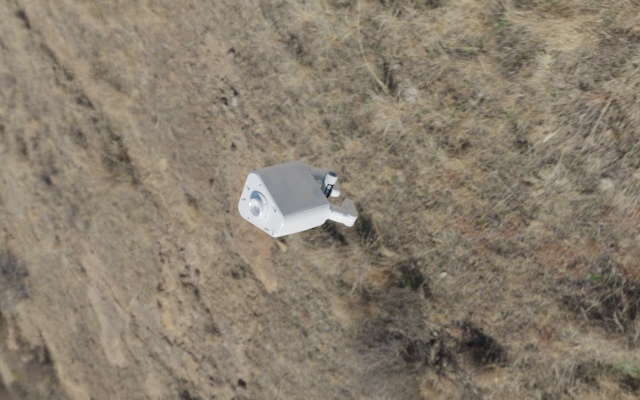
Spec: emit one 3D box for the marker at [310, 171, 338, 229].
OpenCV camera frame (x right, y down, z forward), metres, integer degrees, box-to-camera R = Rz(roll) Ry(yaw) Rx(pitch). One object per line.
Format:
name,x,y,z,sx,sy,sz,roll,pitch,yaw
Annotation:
marker,0.000,0.003,0.825,0.020,0.121,0.020,17,33,-11
